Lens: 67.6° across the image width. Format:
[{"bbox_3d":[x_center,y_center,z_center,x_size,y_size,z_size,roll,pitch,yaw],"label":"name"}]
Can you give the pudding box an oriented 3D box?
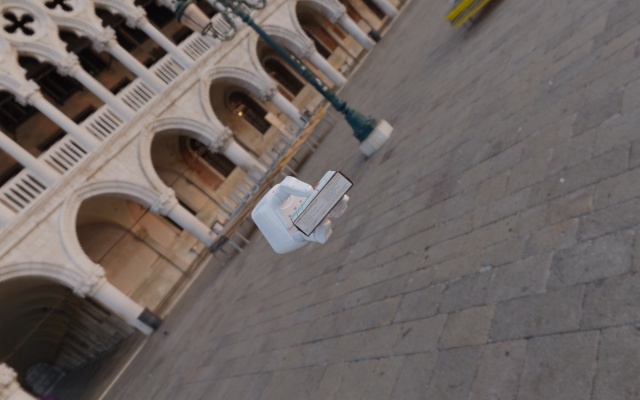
[{"bbox_3d":[0.000,0.002,0.774,0.039,0.113,0.090,39,-1,-8],"label":"pudding box"}]
